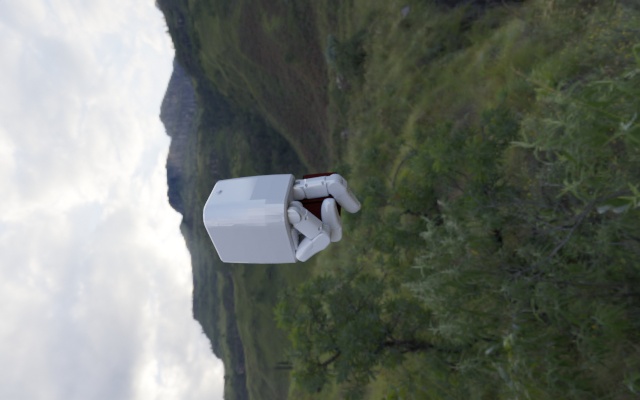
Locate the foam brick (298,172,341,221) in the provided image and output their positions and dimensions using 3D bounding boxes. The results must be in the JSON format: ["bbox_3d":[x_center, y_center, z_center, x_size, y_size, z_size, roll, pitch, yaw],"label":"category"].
[{"bbox_3d":[0.000,0.002,0.670,0.051,0.053,0.078,-5,31,8],"label":"foam brick"}]
